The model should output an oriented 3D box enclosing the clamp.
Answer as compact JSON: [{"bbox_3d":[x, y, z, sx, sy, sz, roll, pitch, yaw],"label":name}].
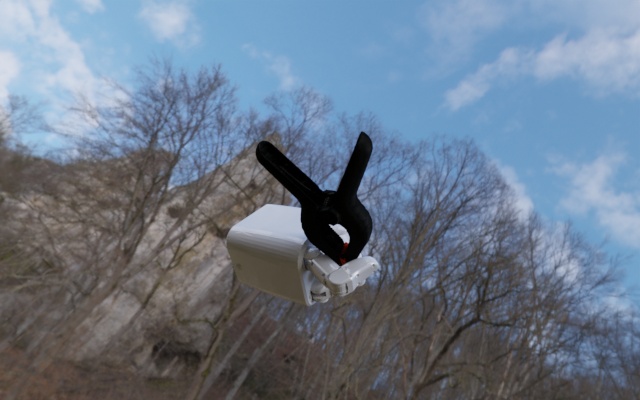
[{"bbox_3d":[0.000,0.001,0.502,0.120,0.172,0.039,9,39,23],"label":"clamp"}]
